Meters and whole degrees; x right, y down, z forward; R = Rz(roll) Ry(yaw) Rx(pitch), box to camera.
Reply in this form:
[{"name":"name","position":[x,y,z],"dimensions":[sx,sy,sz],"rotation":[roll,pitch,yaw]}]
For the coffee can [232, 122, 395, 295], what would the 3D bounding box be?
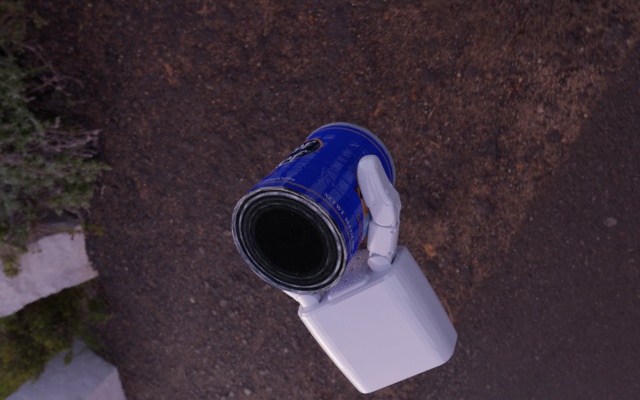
[{"name":"coffee can","position":[0.000,0.001,0.434],"dimensions":[0.103,0.103,0.140],"rotation":[0,29,26]}]
